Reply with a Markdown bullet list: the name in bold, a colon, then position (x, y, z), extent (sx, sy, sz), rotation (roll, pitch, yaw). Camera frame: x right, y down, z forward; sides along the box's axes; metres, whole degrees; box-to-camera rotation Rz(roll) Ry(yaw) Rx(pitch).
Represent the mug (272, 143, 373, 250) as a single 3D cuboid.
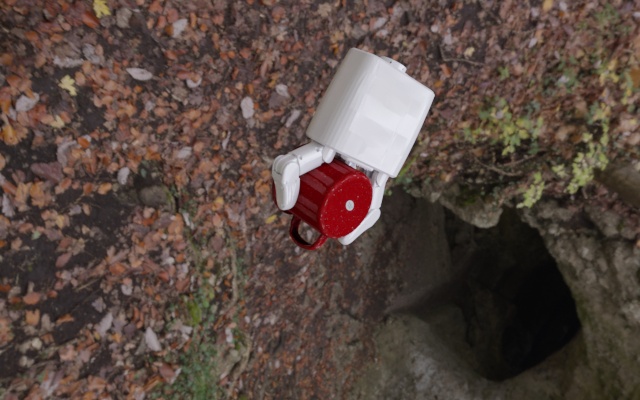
- **mug**: position (0.000, 0.003, 0.548), extent (0.093, 0.117, 0.081), rotation (15, 14, -48)
